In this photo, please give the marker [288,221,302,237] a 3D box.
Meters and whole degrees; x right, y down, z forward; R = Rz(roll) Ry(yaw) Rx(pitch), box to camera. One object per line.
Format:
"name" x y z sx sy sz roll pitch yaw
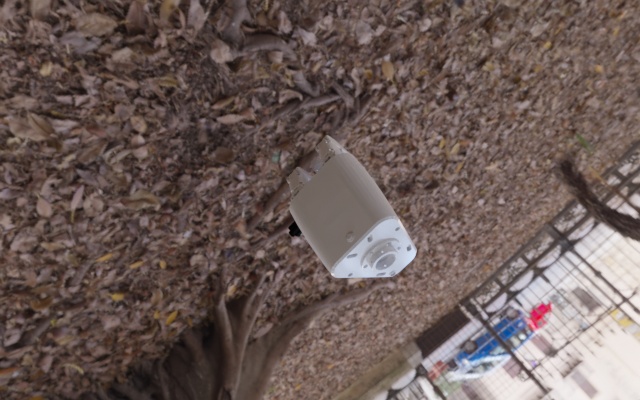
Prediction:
"marker" 0.000 0.002 0.609 0.020 0.121 0.020 38 17 -14
